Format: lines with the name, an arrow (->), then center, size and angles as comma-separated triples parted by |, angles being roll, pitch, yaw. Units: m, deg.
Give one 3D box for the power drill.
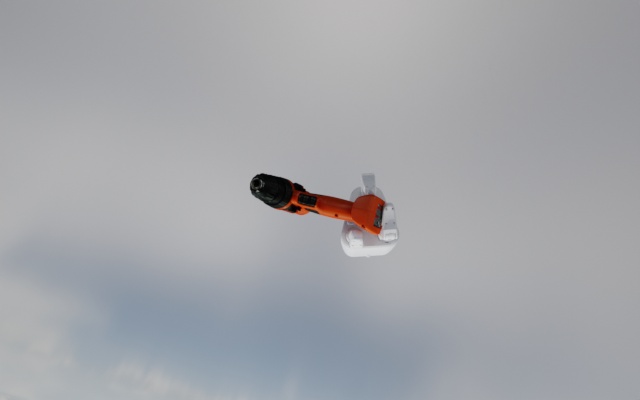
power drill -> 0.001, 0.003, 0.755 | 0.187, 0.057, 0.184 | 13, -3, 22
